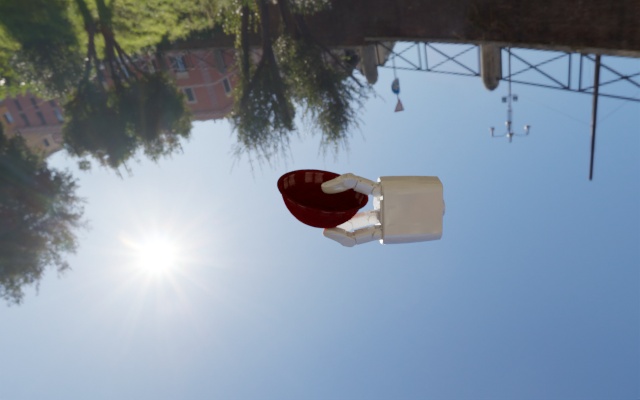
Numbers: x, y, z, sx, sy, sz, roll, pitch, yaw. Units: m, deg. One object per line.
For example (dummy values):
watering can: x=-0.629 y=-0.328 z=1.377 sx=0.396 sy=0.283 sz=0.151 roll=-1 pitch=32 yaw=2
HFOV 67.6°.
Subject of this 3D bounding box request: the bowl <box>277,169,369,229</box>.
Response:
bowl: x=-0.001 y=0.003 z=0.838 sx=0.162 sy=0.055 sz=0.162 roll=9 pitch=27 yaw=-5
